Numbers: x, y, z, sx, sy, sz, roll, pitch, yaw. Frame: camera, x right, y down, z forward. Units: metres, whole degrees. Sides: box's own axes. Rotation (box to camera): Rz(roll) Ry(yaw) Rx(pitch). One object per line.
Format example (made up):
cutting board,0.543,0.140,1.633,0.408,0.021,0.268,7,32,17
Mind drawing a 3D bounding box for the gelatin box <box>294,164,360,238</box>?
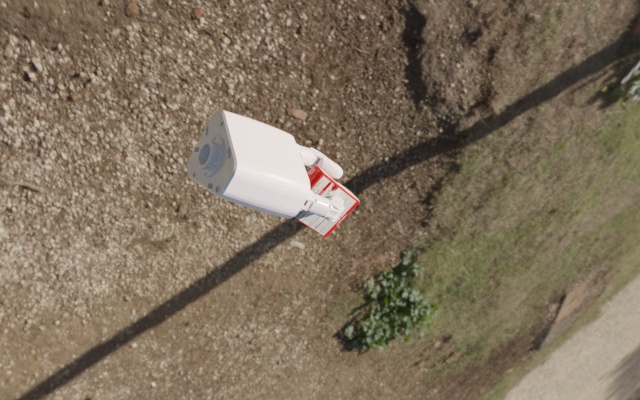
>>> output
gelatin box,0.001,0.003,0.661,0.089,0.073,0.030,36,11,-41
